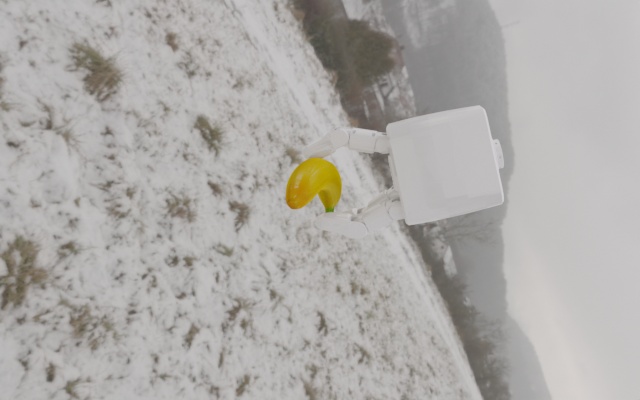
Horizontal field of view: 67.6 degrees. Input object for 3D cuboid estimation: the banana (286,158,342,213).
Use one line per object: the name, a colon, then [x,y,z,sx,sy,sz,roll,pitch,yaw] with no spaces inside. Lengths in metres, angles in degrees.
banana: [-0.001,-0.016,0.552,0.037,0.069,0.198,-8,-8,13]
